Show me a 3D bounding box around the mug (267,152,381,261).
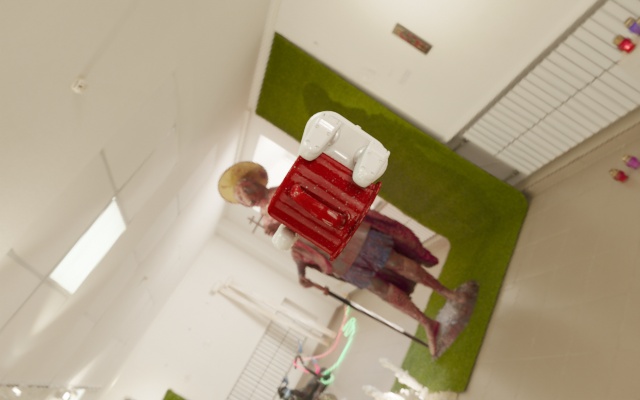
[{"bbox_3d":[0.000,0.002,0.459,0.081,0.093,0.117,32,11,-1],"label":"mug"}]
